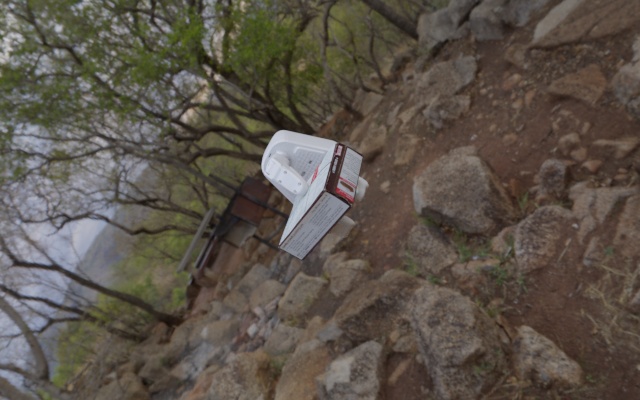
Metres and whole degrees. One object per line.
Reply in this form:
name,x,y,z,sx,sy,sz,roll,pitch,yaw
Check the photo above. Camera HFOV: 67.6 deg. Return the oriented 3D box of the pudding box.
pudding box,0.000,0.002,0.541,0.039,0.090,0.113,27,-48,-11
